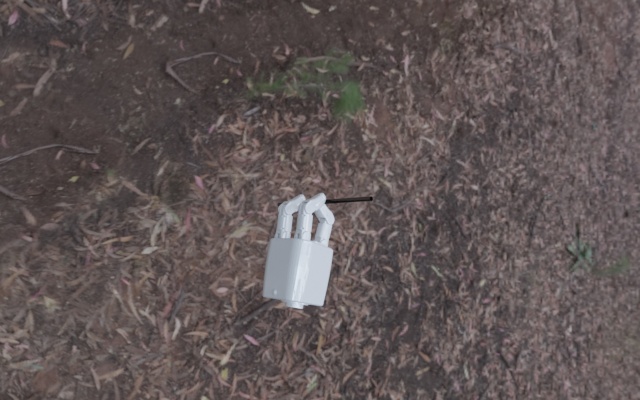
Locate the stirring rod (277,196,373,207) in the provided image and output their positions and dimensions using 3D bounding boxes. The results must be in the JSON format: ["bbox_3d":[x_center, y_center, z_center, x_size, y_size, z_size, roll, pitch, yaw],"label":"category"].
[{"bbox_3d":[0.000,0.003,0.868,0.011,0.011,0.239,0,-3,-44],"label":"stirring rod"}]
